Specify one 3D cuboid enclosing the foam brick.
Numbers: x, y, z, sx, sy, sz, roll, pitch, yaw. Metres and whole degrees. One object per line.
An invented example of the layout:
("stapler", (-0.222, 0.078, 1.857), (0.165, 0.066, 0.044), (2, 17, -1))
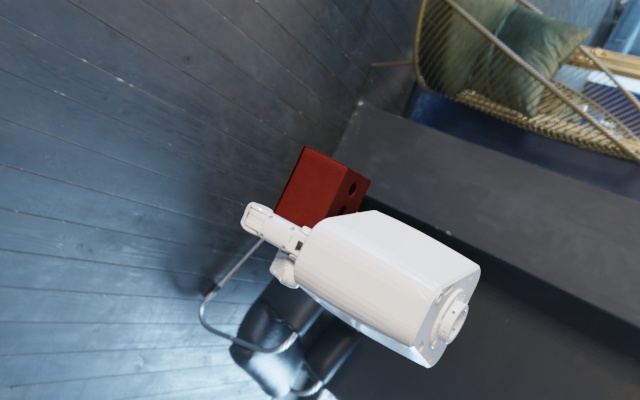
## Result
("foam brick", (0.000, 0.001, 0.423), (0.051, 0.078, 0.053), (26, 2, 31))
